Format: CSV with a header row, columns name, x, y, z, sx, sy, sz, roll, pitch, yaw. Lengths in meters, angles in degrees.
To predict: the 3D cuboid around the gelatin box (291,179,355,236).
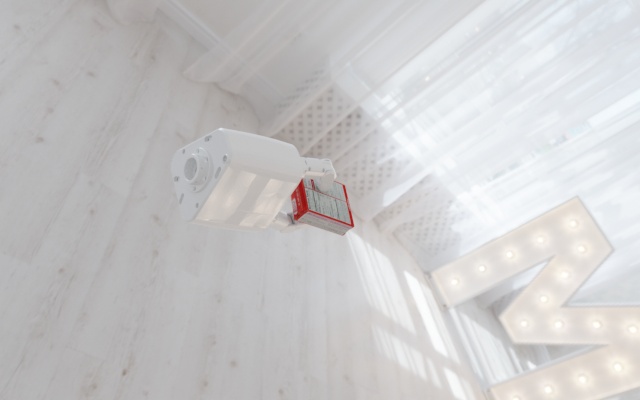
name,x,y,z,sx,sy,sz,roll,pitch,yaw
gelatin box,0.001,0.002,0.652,0.089,0.073,0.030,19,-45,-36
